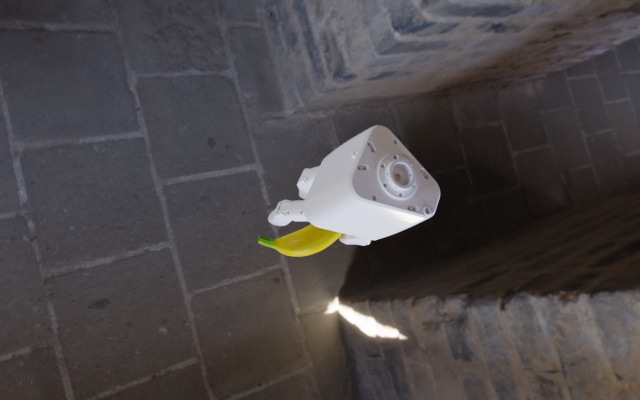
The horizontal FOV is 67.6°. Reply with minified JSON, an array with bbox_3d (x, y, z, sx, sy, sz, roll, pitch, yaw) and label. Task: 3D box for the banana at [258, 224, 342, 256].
[{"bbox_3d":[0.010,0.018,0.657,0.197,0.069,0.037,-39,-2,-28],"label":"banana"}]
